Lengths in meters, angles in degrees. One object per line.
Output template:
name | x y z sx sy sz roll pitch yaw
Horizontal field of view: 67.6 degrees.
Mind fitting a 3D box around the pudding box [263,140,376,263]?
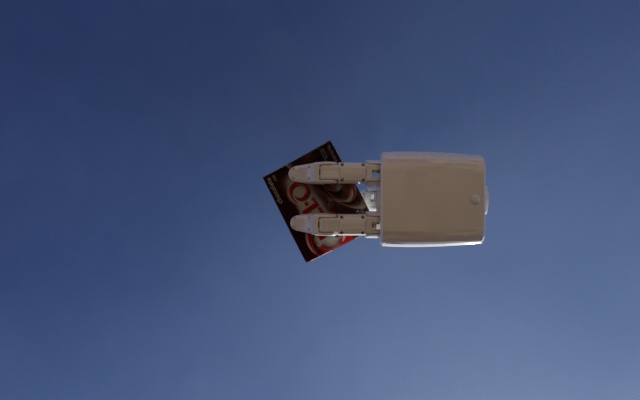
pudding box | 0.000 0.002 0.550 0.090 0.113 0.039 -28 -4 8
